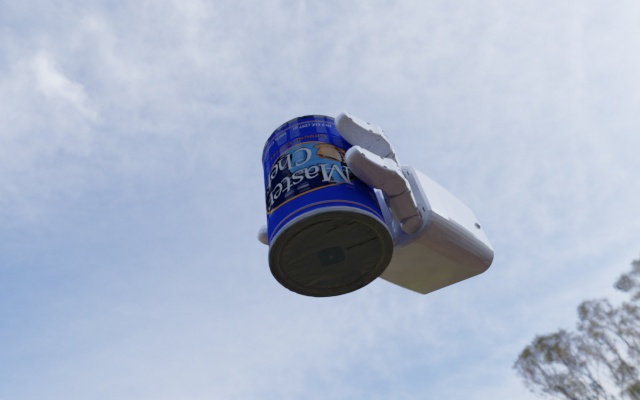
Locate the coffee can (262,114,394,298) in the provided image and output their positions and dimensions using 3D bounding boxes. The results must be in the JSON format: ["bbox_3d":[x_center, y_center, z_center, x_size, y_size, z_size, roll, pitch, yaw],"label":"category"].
[{"bbox_3d":[0.000,0.002,0.437,0.103,0.103,0.140,0,41,-10],"label":"coffee can"}]
